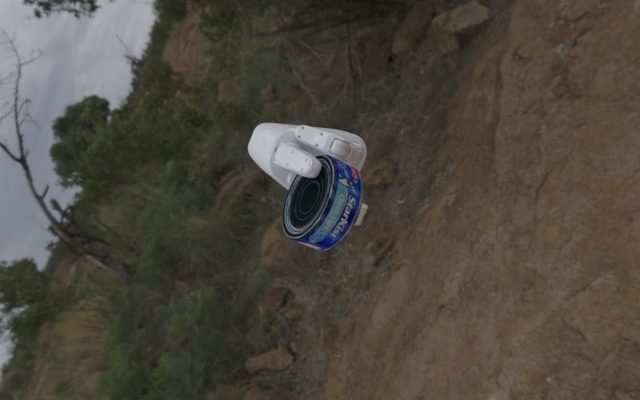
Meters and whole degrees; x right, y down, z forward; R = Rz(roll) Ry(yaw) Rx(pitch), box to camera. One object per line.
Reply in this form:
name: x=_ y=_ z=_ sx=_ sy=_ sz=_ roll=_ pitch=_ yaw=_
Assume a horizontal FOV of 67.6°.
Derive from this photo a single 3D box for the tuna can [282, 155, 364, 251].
tuna can: x=0.000 y=0.001 z=0.443 sx=0.034 sy=0.086 sz=0.086 roll=23 pitch=-12 yaw=-29
